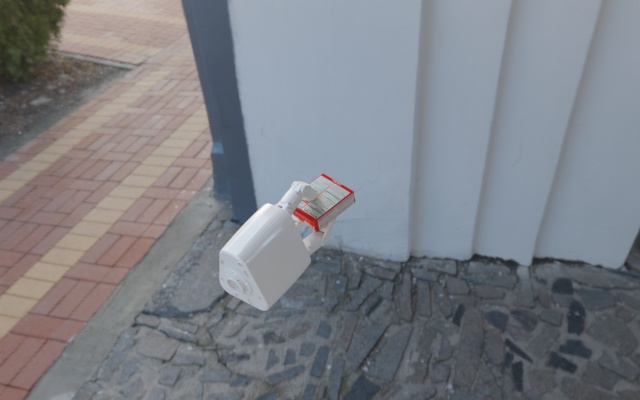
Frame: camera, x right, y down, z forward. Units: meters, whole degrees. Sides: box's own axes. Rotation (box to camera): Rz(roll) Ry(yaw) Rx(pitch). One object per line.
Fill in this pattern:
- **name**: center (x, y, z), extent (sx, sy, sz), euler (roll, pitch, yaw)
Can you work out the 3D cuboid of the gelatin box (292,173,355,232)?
- **gelatin box**: center (0.000, 0.002, 0.777), extent (0.089, 0.030, 0.073), euler (-38, 50, -25)
